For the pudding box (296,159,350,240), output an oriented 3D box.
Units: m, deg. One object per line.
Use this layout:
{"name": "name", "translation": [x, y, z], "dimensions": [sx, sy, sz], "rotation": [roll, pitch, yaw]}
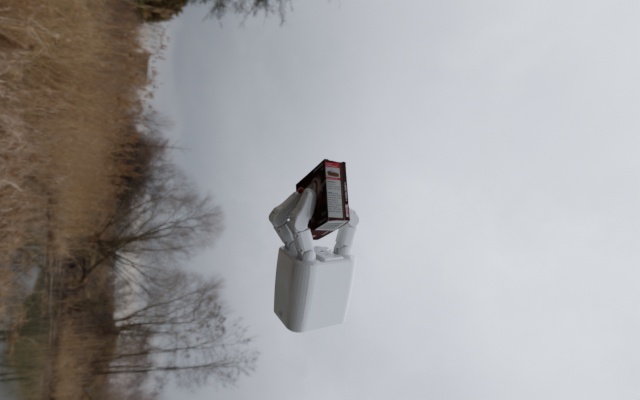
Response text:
{"name": "pudding box", "translation": [0.000, 0.002, 0.689], "dimensions": [0.039, 0.090, 0.113], "rotation": [4, -19, -26]}
